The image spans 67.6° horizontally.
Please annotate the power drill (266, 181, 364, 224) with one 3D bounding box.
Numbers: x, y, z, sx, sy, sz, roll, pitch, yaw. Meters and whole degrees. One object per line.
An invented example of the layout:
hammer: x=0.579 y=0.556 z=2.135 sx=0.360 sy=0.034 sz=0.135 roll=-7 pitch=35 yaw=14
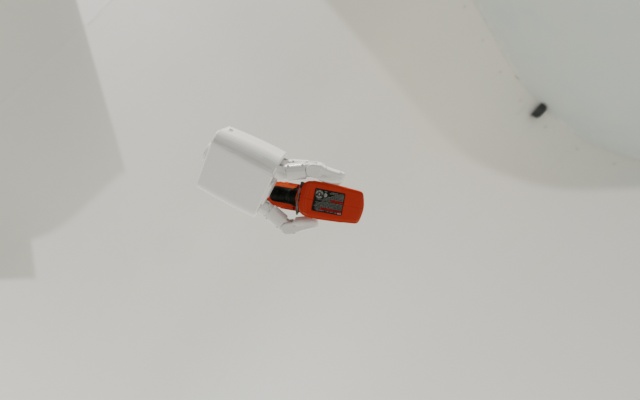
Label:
power drill: x=0.000 y=0.003 z=0.812 sx=0.184 sy=0.057 sz=0.187 roll=8 pitch=-2 yaw=-22
